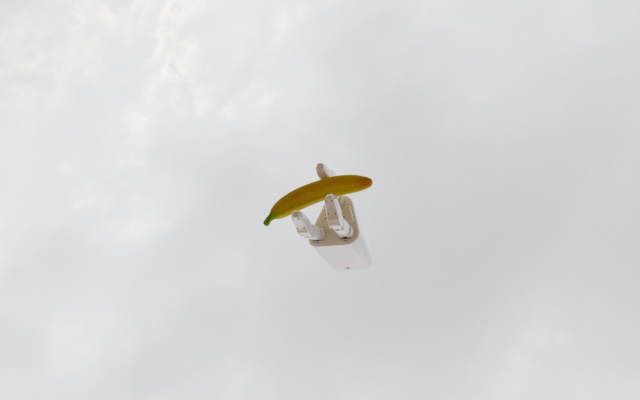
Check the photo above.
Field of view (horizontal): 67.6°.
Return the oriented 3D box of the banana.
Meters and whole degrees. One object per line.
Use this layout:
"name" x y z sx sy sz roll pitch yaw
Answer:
"banana" -0.006 -0.007 0.832 0.198 0.037 0.069 -23 36 4
